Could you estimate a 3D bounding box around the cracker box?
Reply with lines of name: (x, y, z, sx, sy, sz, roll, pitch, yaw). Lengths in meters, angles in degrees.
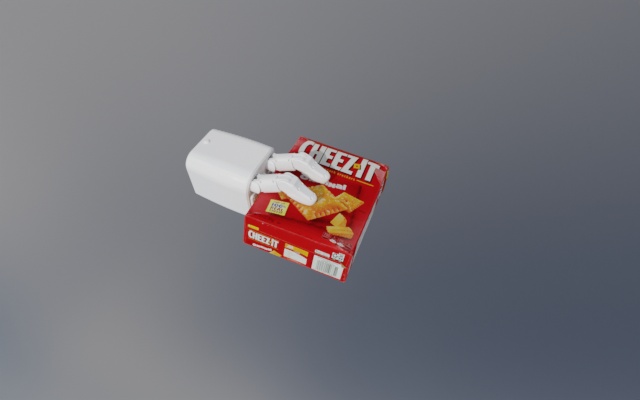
cracker box: (0.000, 0.003, 0.746, 0.164, 0.072, 0.213, 20, 46, 8)
